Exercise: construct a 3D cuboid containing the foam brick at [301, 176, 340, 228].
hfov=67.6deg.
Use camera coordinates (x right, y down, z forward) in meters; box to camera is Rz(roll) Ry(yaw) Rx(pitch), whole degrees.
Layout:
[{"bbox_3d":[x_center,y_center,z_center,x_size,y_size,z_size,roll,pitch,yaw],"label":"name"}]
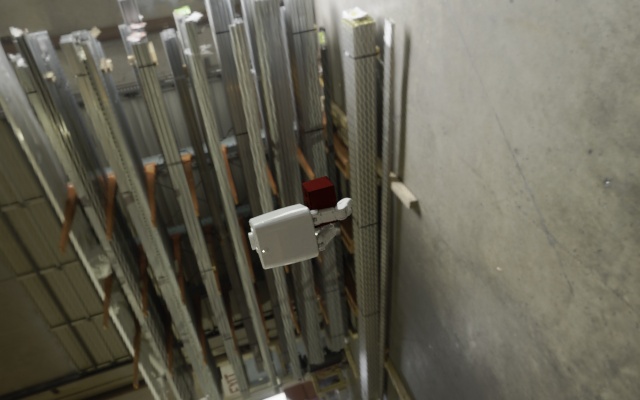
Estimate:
[{"bbox_3d":[0.000,0.003,0.898,0.051,0.078,0.053,-15,24,-11],"label":"foam brick"}]
